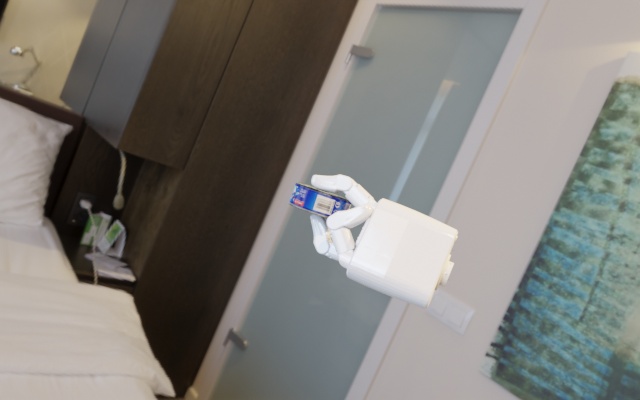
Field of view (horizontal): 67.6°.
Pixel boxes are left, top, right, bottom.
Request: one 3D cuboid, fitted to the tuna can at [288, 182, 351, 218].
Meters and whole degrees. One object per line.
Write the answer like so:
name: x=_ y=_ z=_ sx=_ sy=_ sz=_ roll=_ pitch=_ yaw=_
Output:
tuna can: x=0.000 y=0.002 z=0.677 sx=0.086 sy=0.034 sz=0.086 roll=18 pitch=3 yaw=-1
